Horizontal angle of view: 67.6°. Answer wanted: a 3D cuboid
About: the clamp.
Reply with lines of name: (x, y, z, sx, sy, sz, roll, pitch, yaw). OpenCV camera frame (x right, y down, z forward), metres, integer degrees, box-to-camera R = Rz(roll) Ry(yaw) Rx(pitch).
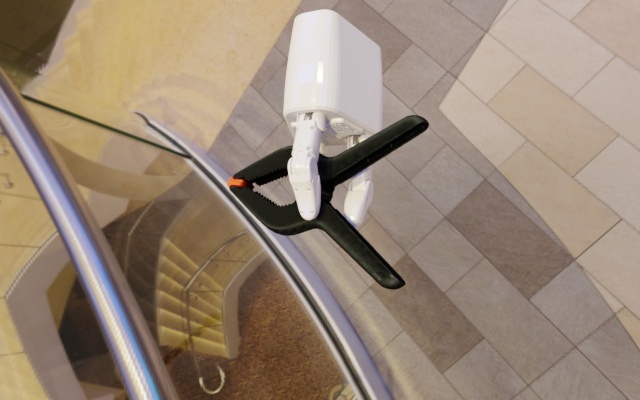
clamp: (-0.001, 0.001, 0.474, 0.210, 0.164, 0.036, -2, -15, 23)
